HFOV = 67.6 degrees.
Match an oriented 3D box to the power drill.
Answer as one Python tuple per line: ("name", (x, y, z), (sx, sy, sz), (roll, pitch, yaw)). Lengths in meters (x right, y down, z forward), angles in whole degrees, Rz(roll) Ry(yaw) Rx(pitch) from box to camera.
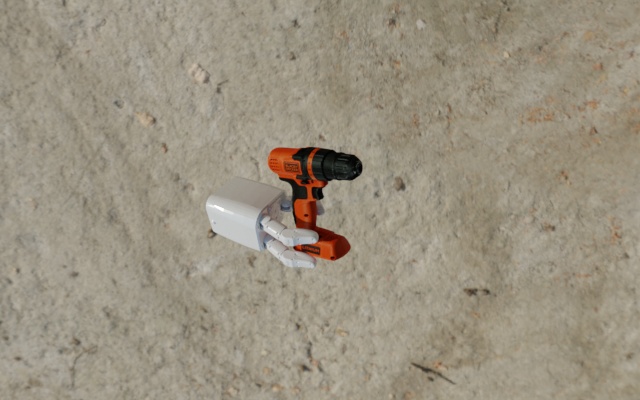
("power drill", (0.000, 0.003, 0.788), (0.184, 0.188, 0.057), (11, 28, 41))
